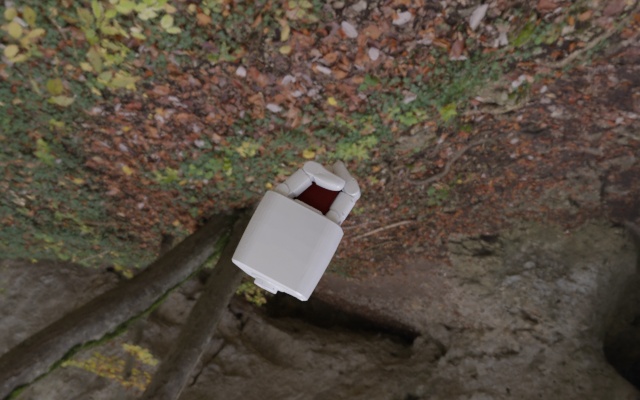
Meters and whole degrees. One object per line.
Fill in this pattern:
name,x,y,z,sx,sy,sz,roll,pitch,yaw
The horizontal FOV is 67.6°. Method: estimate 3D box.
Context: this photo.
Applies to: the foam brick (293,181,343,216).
foam brick,0.000,0.002,0.681,0.053,0.051,0.078,22,-17,18
